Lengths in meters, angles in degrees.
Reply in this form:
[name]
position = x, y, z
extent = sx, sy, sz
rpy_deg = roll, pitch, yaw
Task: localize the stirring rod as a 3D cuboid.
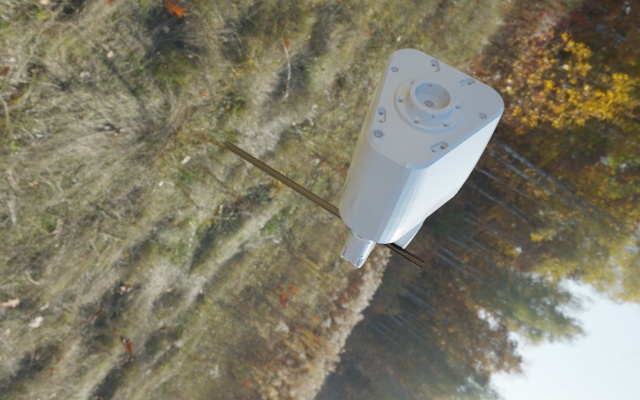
[stirring rod]
position = 0.000, 0.002, 0.492
extent = 0.239, 0.011, 0.011
rpy_deg = 32, 7, 12
